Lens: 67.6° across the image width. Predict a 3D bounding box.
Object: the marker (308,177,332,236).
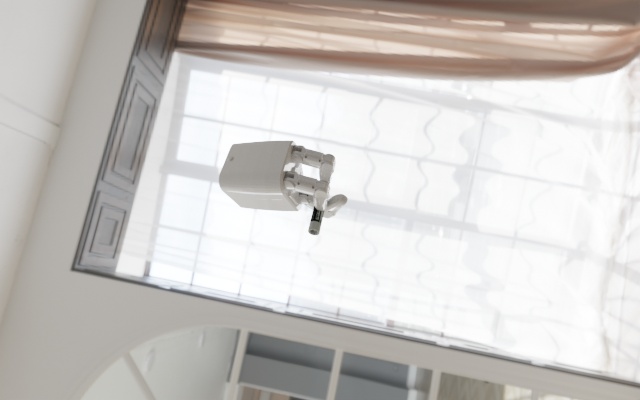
[{"bbox_3d":[0.000,0.003,0.771,0.020,0.121,0.020,8,-38,6],"label":"marker"}]
